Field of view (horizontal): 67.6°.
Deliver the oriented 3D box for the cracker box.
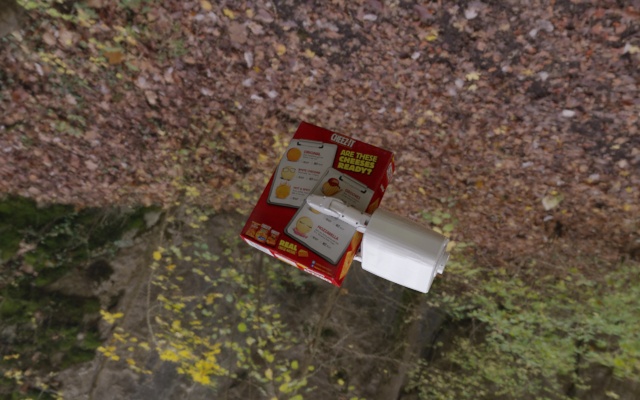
[{"bbox_3d":[0.000,0.003,0.747,0.164,0.213,0.072,22,-15,18],"label":"cracker box"}]
